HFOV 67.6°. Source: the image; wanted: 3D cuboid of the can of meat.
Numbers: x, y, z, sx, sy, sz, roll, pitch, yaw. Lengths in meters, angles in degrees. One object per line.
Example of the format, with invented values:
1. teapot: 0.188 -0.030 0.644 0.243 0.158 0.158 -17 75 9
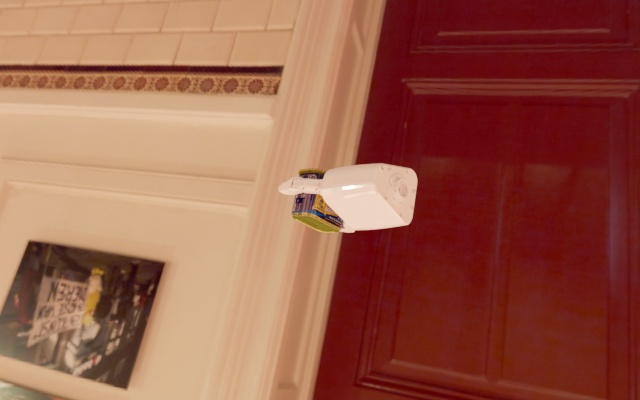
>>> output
1. can of meat: 0.000 0.003 0.825 0.057 0.084 0.102 -5 -24 41
